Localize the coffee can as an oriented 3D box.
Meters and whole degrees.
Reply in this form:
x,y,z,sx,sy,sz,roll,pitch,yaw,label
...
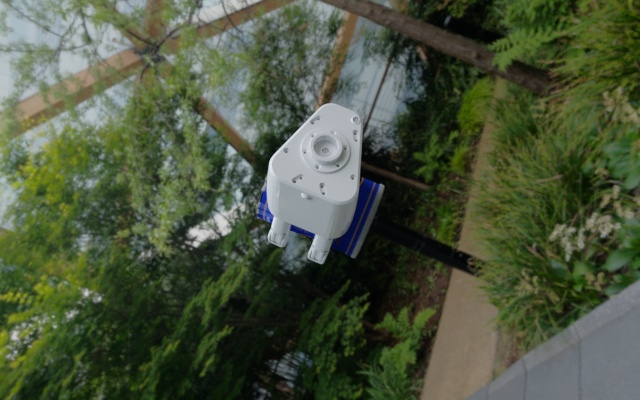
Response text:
x,y,z,sx,sy,sz,roll,pitch,yaw,label
0.000,0.002,0.627,0.140,0.103,0.103,22,2,4,coffee can
